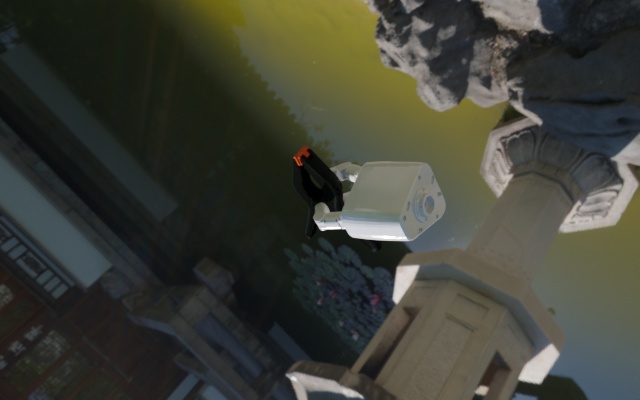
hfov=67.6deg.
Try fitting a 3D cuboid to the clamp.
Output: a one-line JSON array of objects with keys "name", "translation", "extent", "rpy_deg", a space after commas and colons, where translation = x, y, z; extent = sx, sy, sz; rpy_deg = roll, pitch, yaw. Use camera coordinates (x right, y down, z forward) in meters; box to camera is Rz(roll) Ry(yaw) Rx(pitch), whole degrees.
[{"name": "clamp", "translation": [0.000, 0.003, 0.810], "extent": [0.164, 0.210, 0.036], "rpy_deg": [0, 40, 44]}]
